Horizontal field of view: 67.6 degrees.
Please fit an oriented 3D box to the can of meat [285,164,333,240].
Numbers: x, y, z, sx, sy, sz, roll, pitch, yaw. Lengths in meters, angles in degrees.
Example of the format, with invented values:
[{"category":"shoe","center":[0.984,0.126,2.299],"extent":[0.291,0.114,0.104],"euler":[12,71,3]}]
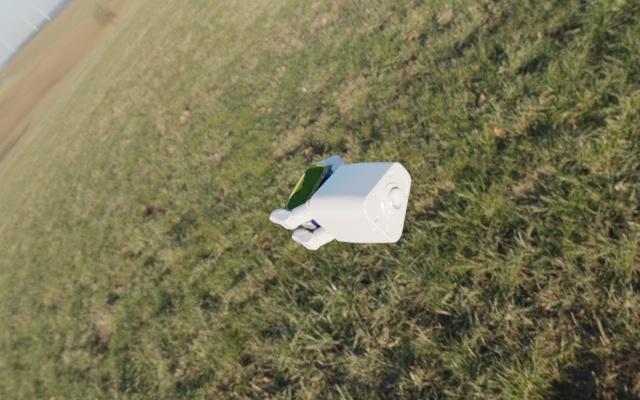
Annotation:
[{"category":"can of meat","center":[0.000,0.002,0.783],"extent":[0.057,0.102,0.084],"euler":[5,-31,49]}]
